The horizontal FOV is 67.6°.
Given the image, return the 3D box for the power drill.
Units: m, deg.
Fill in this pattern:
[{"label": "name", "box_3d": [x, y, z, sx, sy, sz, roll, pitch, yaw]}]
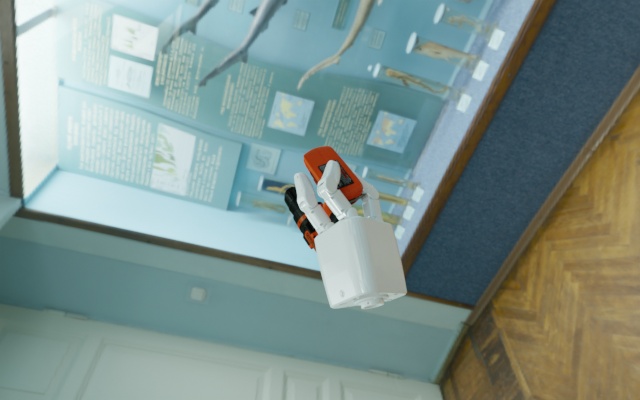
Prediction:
[{"label": "power drill", "box_3d": [0.000, 0.002, 0.780, 0.057, 0.184, 0.188, -25, -31, -24]}]
